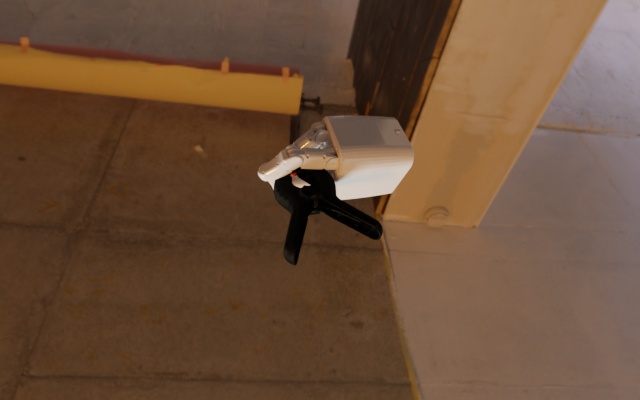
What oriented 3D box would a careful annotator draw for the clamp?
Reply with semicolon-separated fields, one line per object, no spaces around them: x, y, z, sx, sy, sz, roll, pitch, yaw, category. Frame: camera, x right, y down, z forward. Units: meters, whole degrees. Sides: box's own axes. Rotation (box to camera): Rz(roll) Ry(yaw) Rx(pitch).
0.000;0.002;0.593;0.120;0.171;0.039;-4;-42;-16;clamp
